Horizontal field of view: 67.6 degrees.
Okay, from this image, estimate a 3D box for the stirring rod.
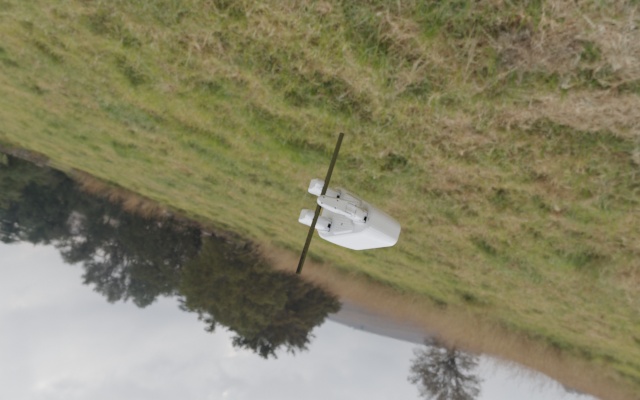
[{"bbox_3d":[0.000,0.002,0.771,0.011,0.239,0.011,17,-9,3],"label":"stirring rod"}]
